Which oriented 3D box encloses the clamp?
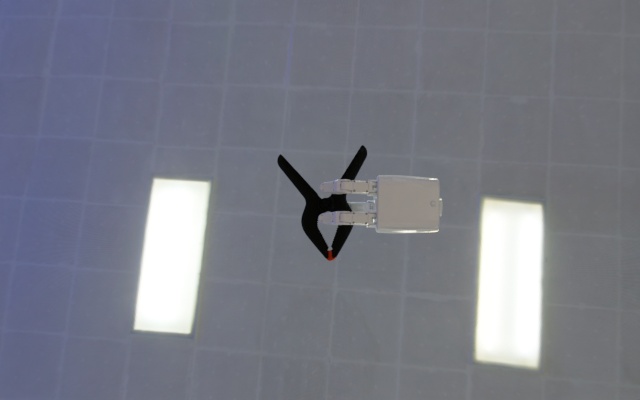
[{"bbox_3d":[0.000,0.003,0.864,0.164,0.210,0.036,1,-7,7],"label":"clamp"}]
